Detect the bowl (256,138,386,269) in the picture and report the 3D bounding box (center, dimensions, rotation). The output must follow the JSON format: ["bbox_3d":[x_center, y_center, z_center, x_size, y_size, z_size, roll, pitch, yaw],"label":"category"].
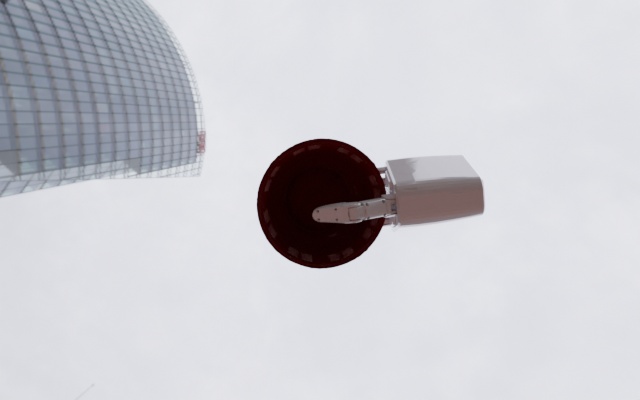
[{"bbox_3d":[-0.001,0.002,0.608,0.162,0.162,0.055,0,8,-7],"label":"bowl"}]
